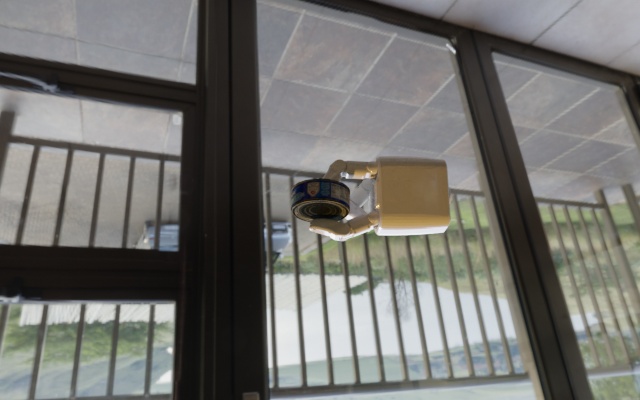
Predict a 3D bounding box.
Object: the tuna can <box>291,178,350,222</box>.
[{"bbox_3d":[0.000,0.003,0.686,0.086,0.033,0.086,1,-25,0],"label":"tuna can"}]
